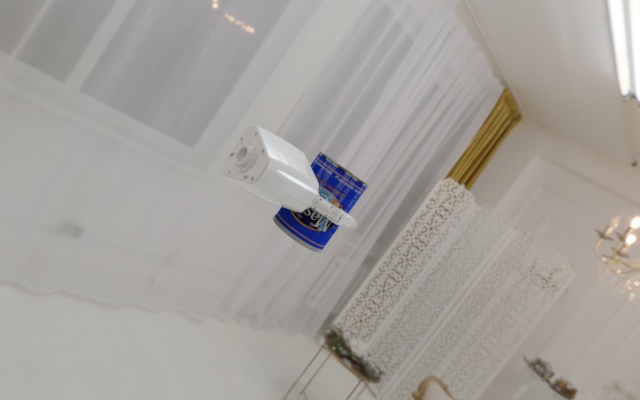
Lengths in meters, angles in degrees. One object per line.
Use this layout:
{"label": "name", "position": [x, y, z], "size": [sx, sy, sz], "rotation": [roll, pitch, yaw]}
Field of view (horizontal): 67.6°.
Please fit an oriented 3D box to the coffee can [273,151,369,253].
{"label": "coffee can", "position": [0.000, 0.003, 0.814], "size": [0.103, 0.140, 0.103], "rotation": [35, 6, -4]}
